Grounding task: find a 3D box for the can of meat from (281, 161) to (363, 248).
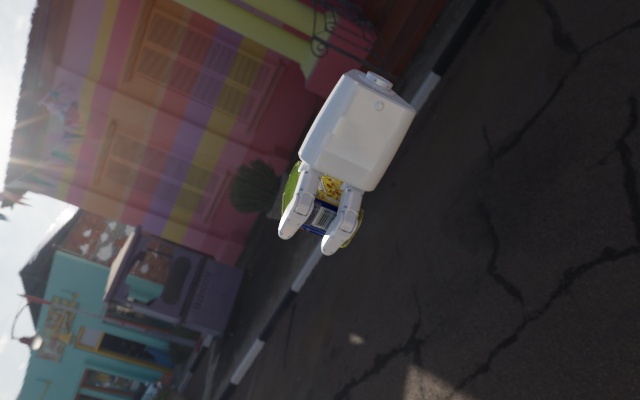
[{"bbox_3d":[0.000,0.002,0.599,0.084,0.057,0.102,23,26,-16],"label":"can of meat"}]
